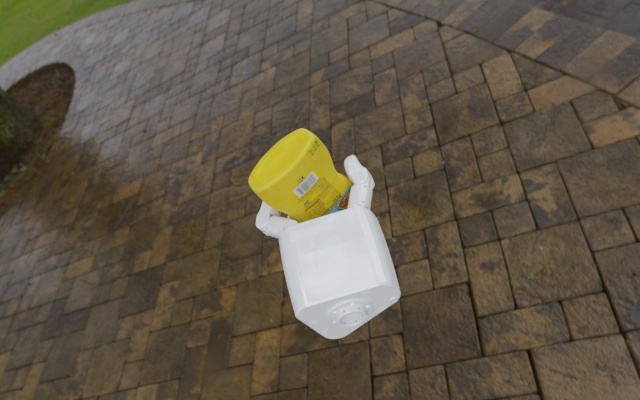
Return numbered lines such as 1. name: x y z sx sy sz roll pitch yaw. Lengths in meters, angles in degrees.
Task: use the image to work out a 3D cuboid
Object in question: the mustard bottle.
1. mustard bottle: 0.000 0.002 0.608 0.058 0.096 0.192 41 -4 46
